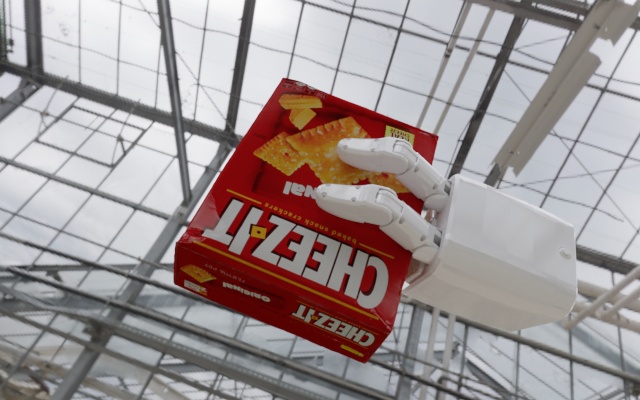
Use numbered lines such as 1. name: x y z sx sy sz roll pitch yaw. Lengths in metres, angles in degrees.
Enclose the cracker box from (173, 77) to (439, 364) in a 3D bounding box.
1. cracker box: 0.000 0.001 0.410 0.164 0.213 0.072 22 -40 1
